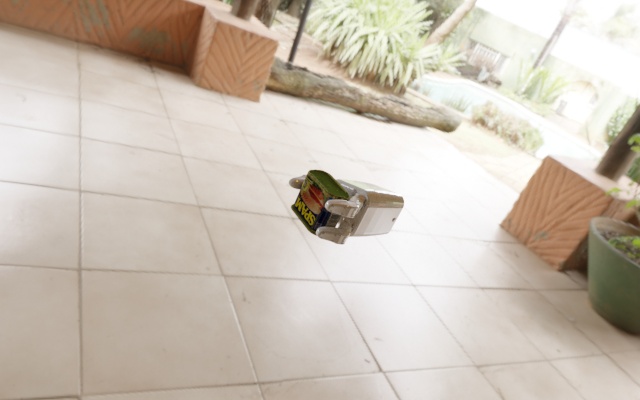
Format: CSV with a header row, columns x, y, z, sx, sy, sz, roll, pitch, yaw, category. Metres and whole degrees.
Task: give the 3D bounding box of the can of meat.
x,y,z,sx,sy,sz,roll,pitch,yaw,category
0.000,0.003,0.867,0.057,0.084,0.102,5,30,-37,can of meat
